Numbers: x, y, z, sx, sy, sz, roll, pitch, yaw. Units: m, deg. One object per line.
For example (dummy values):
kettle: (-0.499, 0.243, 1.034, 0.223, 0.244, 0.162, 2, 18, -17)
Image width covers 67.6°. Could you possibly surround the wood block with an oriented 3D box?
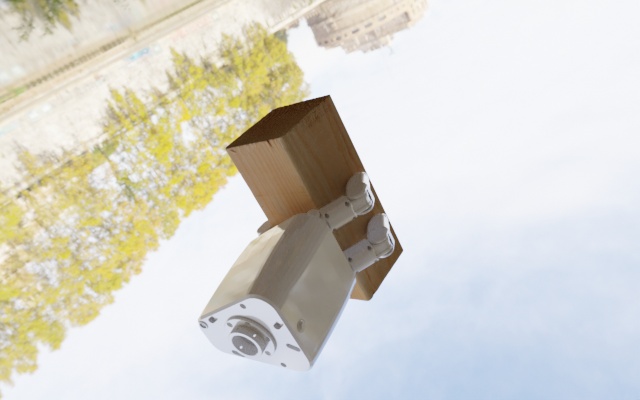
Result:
wood block: (0.000, 0.002, 0.526, 0.091, 0.206, 0.090, -3, 34, 43)
